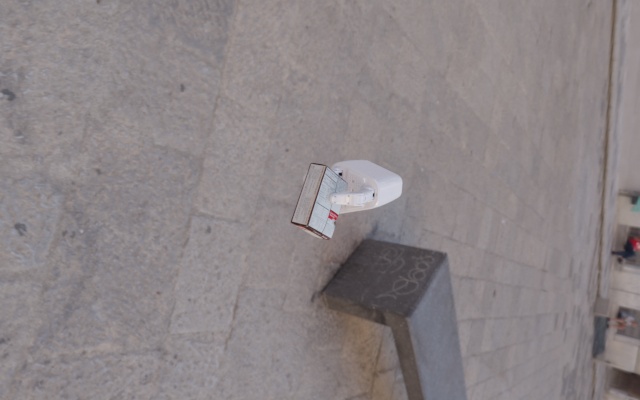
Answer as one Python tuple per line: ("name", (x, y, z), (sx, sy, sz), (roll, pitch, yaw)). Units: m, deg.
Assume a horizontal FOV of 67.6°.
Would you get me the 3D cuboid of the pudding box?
("pudding box", (0.000, 0.003, 0.828), (0.039, 0.113, 0.090), (9, -14, 32))
